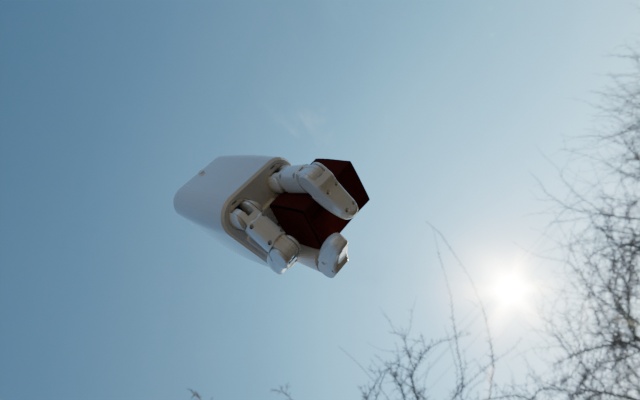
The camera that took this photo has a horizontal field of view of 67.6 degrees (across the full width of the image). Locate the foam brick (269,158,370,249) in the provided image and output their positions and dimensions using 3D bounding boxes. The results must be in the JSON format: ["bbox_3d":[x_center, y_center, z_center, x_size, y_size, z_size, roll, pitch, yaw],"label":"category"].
[{"bbox_3d":[0.000,0.001,0.474,0.051,0.053,0.078,10,47,46],"label":"foam brick"}]
